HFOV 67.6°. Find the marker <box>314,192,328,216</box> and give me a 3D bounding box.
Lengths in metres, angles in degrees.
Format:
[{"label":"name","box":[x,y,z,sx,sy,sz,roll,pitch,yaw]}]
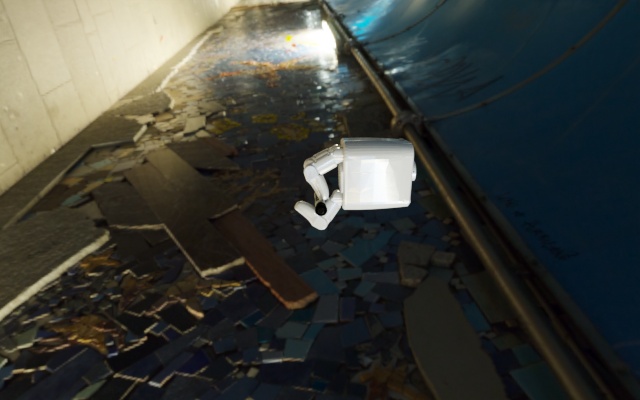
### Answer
[{"label":"marker","box":[0.000,0.002,0.761,0.020,0.020,0.121,0,12,-1]}]
